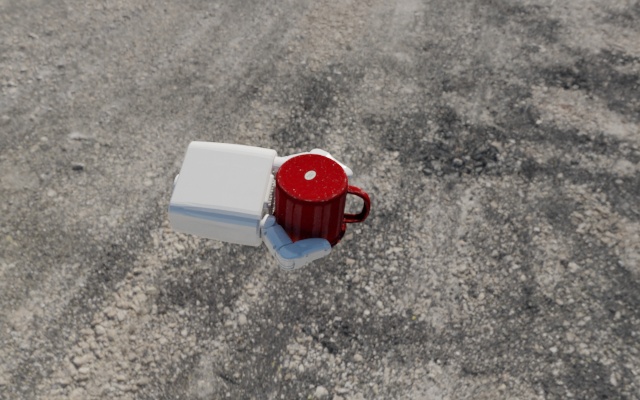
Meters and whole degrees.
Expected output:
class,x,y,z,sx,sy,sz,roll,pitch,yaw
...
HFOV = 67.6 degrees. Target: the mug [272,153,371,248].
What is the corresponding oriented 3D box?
class,x,y,z,sx,sy,sz,roll,pitch,yaw
mug,0.002,0.002,0.555,0.117,0.093,0.082,8,-43,2
